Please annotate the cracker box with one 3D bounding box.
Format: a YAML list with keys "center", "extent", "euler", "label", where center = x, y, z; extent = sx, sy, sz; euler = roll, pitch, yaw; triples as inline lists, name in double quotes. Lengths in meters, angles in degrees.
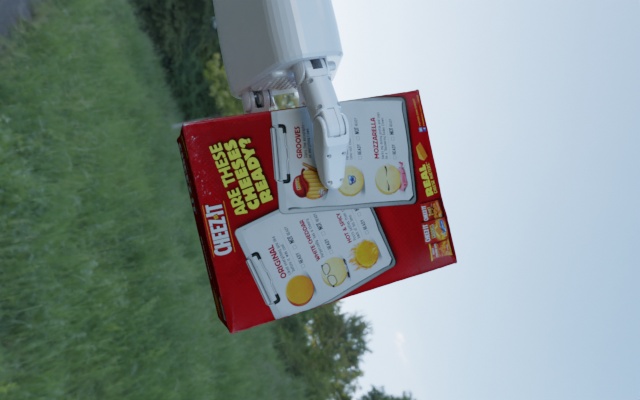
- center: [0.000, 0.001, 0.421]
  extent: [0.213, 0.164, 0.072]
  euler: [-13, 1, -21]
  label: "cracker box"
